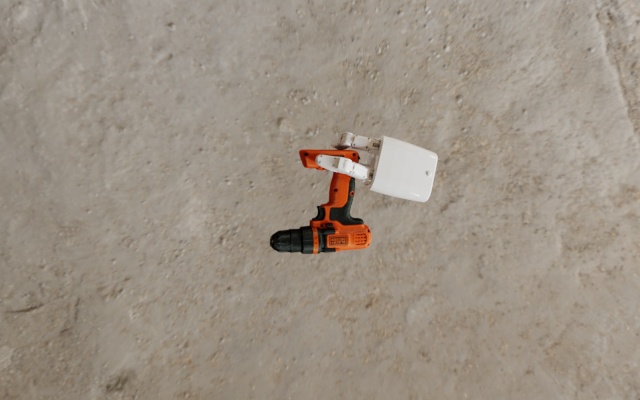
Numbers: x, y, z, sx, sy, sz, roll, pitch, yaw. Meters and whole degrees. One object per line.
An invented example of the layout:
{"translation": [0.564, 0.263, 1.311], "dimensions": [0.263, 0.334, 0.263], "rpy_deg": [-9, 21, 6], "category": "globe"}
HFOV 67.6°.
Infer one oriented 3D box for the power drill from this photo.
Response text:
{"translation": [0.000, 0.002, 0.851], "dimensions": [0.184, 0.188, 0.057], "rpy_deg": [-2, 10, -13], "category": "power drill"}
